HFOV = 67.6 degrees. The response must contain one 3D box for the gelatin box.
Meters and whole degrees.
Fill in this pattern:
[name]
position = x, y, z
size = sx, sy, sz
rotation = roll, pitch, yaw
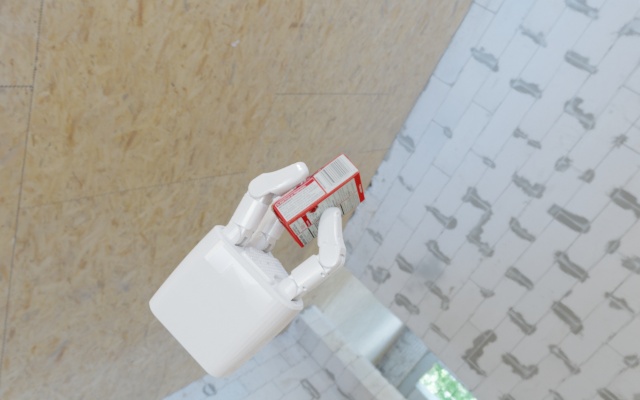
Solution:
[gelatin box]
position = 0.001, 0.002, 0.480
size = 0.089, 0.030, 0.073
rotation = -36, -23, -5
